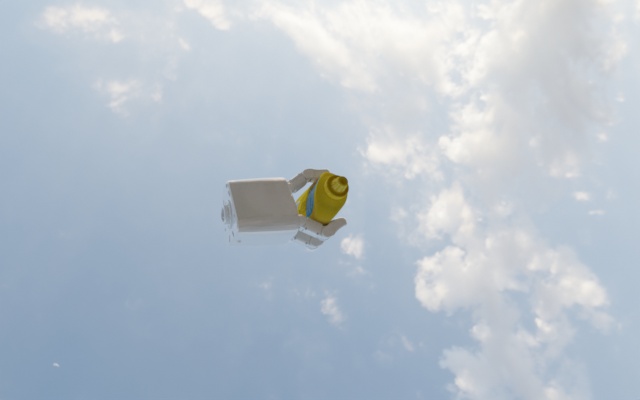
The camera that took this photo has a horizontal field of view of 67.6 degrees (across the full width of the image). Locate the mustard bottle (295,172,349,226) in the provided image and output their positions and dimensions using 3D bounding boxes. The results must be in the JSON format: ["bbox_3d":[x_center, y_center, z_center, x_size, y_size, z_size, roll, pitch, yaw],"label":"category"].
[{"bbox_3d":[0.000,0.003,0.851,0.058,0.096,0.192,22,-29,-14],"label":"mustard bottle"}]
